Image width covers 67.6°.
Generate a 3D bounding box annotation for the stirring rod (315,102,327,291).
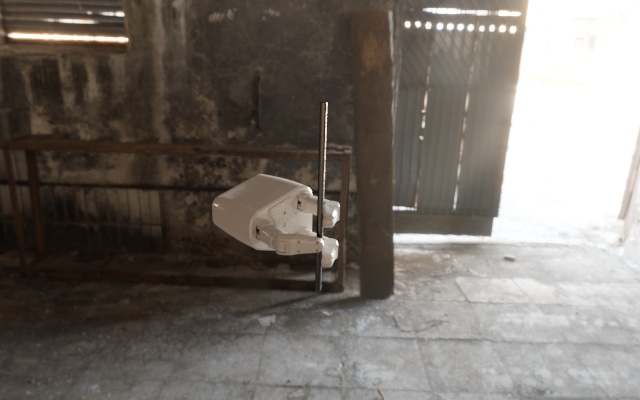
[{"bbox_3d":[0.000,0.002,0.586,0.011,0.239,0.011,2,18,0],"label":"stirring rod"}]
